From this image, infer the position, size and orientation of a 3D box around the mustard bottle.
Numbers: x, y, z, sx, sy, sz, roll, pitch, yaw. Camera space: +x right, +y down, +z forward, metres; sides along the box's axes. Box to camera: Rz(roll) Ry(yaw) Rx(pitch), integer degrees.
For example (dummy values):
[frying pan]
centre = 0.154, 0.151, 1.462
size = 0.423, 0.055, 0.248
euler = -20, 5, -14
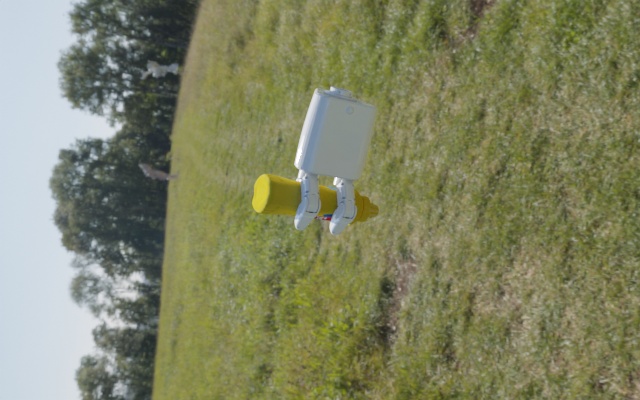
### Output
[mustard bottle]
centre = 0.000, 0.003, 0.720
size = 0.191, 0.058, 0.096
euler = 8, -6, -21
